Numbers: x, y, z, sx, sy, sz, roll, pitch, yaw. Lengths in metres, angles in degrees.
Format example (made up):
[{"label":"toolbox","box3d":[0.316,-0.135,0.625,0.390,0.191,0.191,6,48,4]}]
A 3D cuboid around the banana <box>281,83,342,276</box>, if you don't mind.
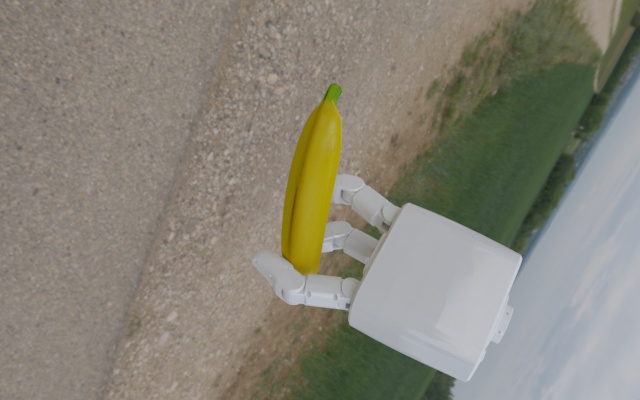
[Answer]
[{"label":"banana","box3d":[-0.007,0.004,0.411,0.037,0.198,0.069,19,24,17]}]
